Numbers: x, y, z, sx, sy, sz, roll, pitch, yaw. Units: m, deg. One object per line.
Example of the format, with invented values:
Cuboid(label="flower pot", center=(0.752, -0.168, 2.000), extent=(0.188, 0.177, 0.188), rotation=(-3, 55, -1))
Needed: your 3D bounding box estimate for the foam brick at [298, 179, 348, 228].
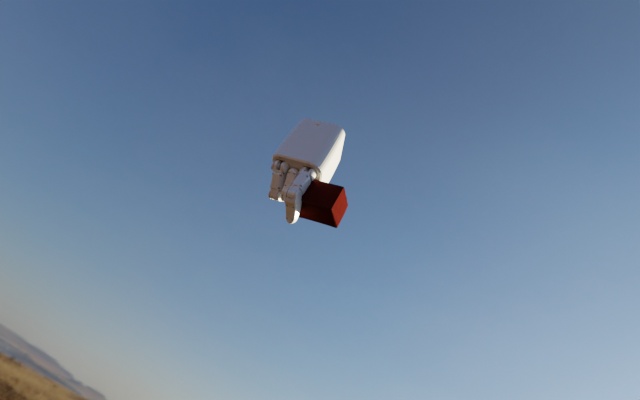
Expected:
Cuboid(label="foam brick", center=(0.000, 0.003, 0.803), extent=(0.078, 0.051, 0.053), rotation=(16, -35, 24))
